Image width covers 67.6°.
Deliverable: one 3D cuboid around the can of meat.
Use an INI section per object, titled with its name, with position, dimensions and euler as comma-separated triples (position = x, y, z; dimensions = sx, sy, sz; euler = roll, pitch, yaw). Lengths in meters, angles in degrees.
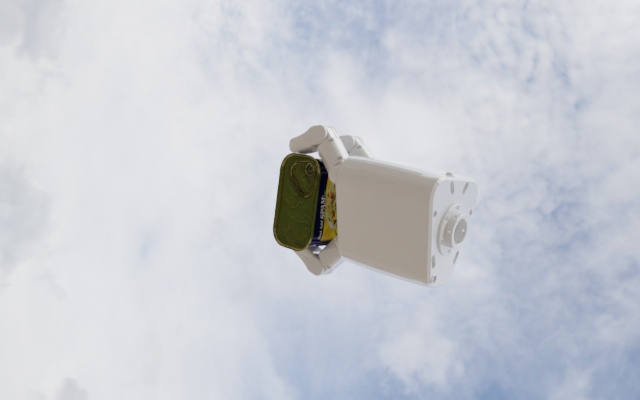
[can of meat]
position = 0.000, 0.002, 0.533
dimensions = 0.057, 0.102, 0.084
euler = 12, 8, 41
